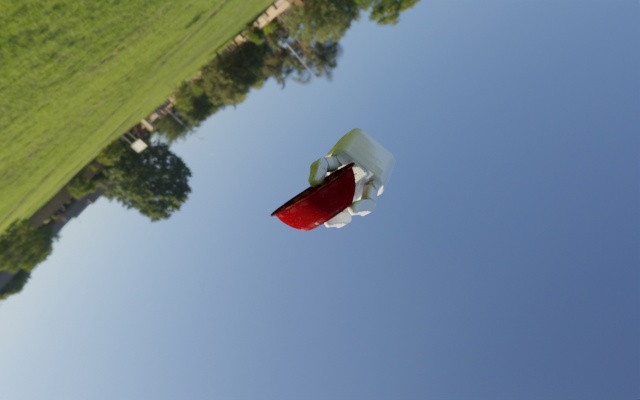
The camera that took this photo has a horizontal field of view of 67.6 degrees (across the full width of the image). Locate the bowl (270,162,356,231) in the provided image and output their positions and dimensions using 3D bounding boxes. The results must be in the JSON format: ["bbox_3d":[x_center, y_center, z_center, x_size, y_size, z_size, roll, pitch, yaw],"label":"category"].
[{"bbox_3d":[0.000,0.004,0.777,0.162,0.055,0.162,-32,5,3],"label":"bowl"}]
